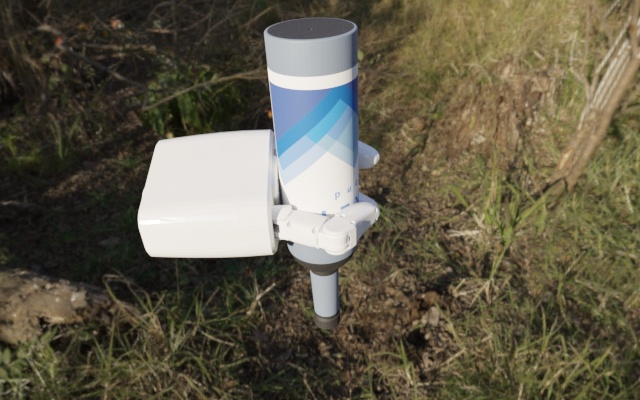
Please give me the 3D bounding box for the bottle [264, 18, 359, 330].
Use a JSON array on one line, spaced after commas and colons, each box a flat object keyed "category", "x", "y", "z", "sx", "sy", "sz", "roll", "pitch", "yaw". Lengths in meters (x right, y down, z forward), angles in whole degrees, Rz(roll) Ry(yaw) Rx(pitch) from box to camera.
[{"category": "bottle", "x": 0.000, "y": 0.001, "z": 0.418, "sx": 0.069, "sy": 0.296, "sz": 0.069, "roll": -2, "pitch": 33, "yaw": 1}]
